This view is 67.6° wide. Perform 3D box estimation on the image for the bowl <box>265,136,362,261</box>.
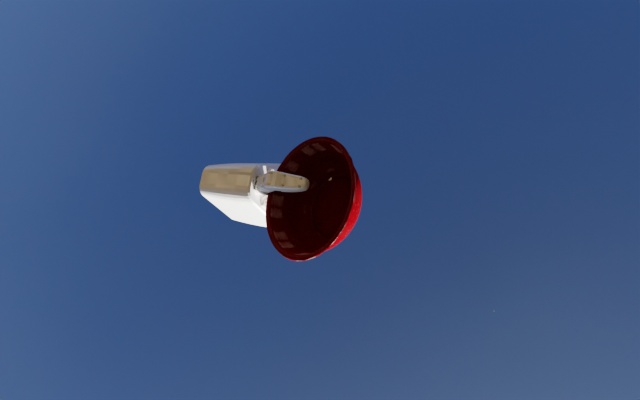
[{"bbox_3d":[0.001,0.002,0.618,0.055,0.162,0.162,19,-13,-42],"label":"bowl"}]
